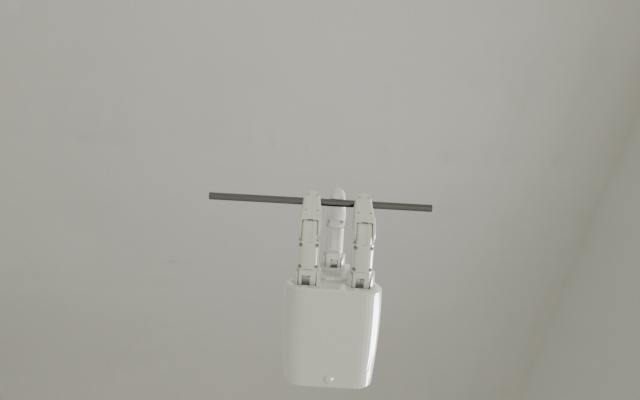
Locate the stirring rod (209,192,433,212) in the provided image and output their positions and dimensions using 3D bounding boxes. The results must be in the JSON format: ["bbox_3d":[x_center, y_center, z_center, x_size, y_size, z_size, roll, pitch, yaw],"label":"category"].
[{"bbox_3d":[0.000,0.002,0.517,0.239,0.011,0.011,3,0,0],"label":"stirring rod"}]
